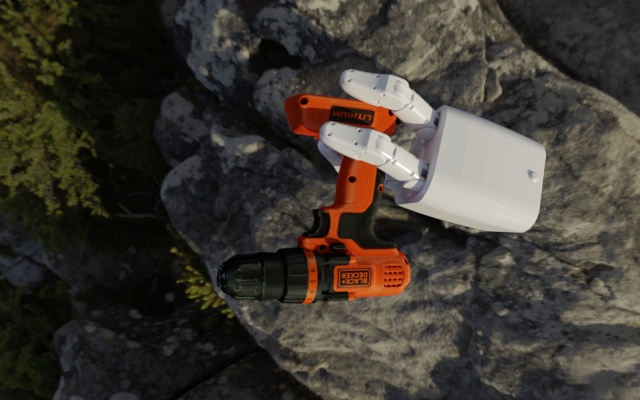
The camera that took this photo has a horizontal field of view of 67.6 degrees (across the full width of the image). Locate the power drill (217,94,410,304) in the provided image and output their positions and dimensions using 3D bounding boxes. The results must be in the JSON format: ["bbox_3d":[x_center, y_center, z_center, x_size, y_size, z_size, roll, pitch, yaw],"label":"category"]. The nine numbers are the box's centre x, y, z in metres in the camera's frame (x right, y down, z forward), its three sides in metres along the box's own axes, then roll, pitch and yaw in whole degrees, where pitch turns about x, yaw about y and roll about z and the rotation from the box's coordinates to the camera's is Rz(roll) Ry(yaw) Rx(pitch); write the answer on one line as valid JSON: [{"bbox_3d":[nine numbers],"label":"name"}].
[{"bbox_3d":[0.000,0.001,0.441,0.184,0.187,0.057,2,3,-23],"label":"power drill"}]
